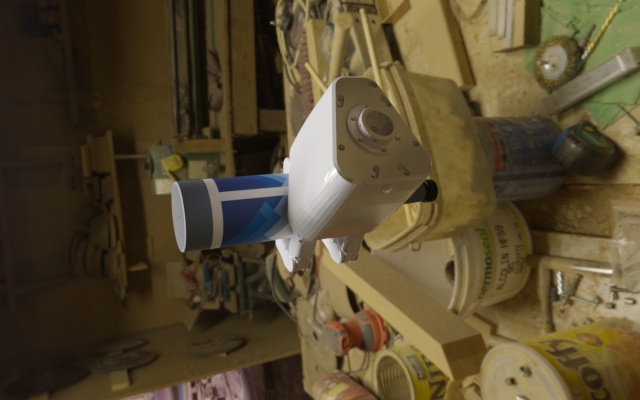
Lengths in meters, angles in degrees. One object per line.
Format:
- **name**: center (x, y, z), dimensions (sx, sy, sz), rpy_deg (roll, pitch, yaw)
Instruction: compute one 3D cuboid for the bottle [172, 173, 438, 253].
- **bottle**: center (0.000, 0.002, 0.505), dimensions (0.295, 0.069, 0.069), rpy_deg (-6, 3, -26)
